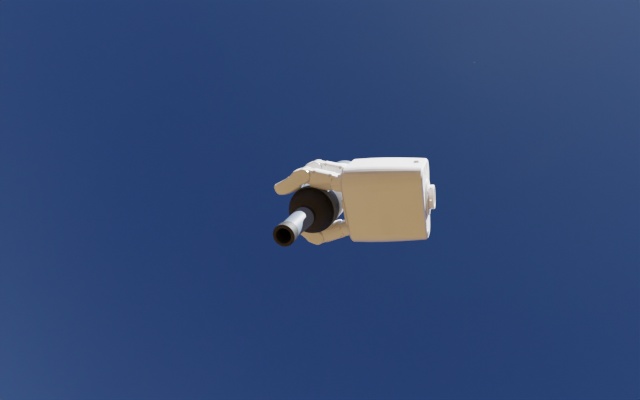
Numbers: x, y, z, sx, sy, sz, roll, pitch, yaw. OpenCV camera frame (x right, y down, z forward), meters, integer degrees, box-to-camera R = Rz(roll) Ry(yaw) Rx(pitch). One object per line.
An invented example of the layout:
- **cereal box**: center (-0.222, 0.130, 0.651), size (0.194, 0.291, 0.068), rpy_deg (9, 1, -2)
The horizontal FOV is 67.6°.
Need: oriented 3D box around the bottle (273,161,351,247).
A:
- **bottle**: center (0.000, 0.002, 0.691), size (0.069, 0.069, 0.295), rpy_deg (0, 15, 18)
